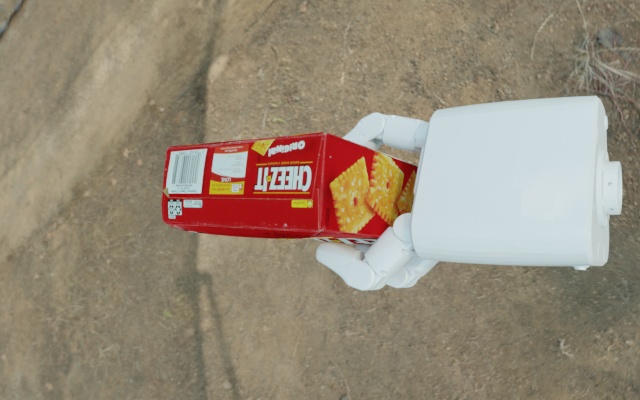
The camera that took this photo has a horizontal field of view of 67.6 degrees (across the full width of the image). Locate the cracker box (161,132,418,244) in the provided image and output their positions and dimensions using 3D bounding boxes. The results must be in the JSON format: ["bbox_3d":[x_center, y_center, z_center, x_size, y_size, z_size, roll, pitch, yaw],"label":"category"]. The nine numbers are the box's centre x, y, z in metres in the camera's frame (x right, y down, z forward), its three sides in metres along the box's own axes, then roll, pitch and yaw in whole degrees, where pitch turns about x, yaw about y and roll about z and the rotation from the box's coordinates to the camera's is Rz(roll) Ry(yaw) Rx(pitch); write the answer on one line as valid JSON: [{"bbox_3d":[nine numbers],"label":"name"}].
[{"bbox_3d":[0.000,0.001,0.416,0.164,0.072,0.214,0,-7,37],"label":"cracker box"}]
